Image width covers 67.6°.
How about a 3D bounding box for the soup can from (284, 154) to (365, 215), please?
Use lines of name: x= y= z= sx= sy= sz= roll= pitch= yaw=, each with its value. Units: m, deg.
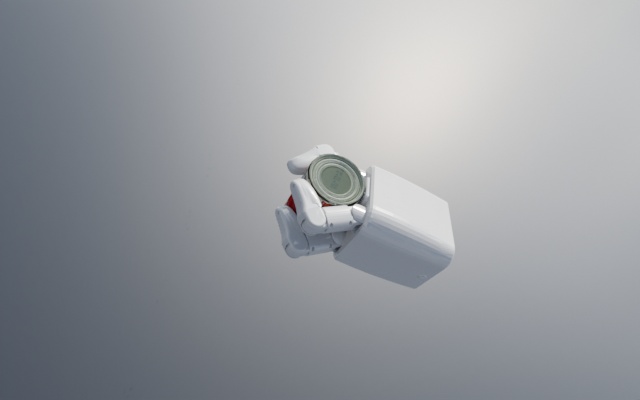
soup can: x=0.000 y=0.001 z=0.547 sx=0.068 sy=0.068 sz=0.102 roll=0 pitch=-30 yaw=-24
